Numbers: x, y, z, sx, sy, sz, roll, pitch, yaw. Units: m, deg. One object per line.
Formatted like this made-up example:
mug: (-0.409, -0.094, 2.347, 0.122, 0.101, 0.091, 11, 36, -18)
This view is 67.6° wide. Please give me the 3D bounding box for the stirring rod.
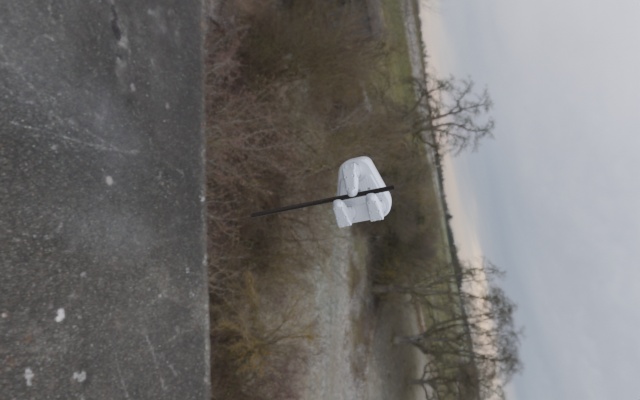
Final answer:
stirring rod: (0.000, 0.003, 0.776, 0.239, 0.011, 0.011, -11, -3, 12)
